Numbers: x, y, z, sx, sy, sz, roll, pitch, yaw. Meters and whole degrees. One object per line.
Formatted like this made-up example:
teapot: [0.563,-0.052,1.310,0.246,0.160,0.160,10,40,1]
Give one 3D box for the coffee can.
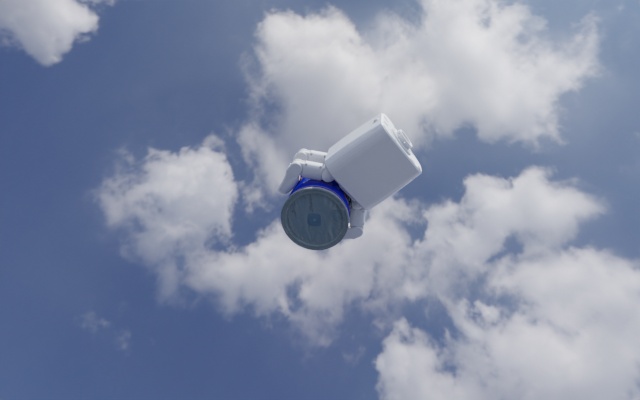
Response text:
coffee can: [0.000,0.003,0.772,0.103,0.103,0.140,0,23,8]
